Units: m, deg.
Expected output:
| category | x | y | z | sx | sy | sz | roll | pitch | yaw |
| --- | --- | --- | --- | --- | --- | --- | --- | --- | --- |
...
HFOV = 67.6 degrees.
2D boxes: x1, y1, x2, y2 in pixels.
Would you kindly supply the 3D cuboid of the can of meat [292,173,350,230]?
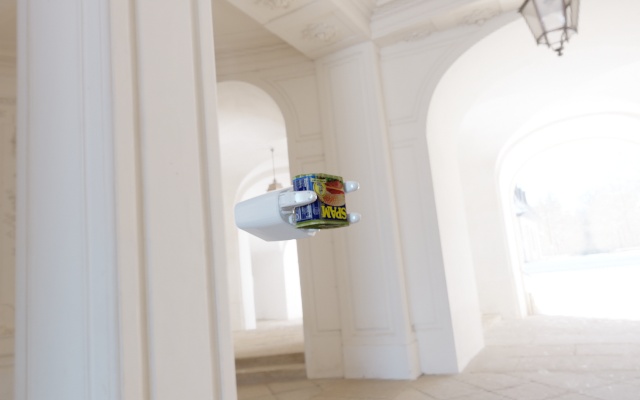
| category | x | y | z | sx | sy | sz | roll | pitch | yaw |
| --- | --- | --- | --- | --- | --- | --- | --- | --- | --- |
| can of meat | 0.000 | 0.002 | 0.792 | 0.057 | 0.084 | 0.102 | -13 | -12 | 36 |
